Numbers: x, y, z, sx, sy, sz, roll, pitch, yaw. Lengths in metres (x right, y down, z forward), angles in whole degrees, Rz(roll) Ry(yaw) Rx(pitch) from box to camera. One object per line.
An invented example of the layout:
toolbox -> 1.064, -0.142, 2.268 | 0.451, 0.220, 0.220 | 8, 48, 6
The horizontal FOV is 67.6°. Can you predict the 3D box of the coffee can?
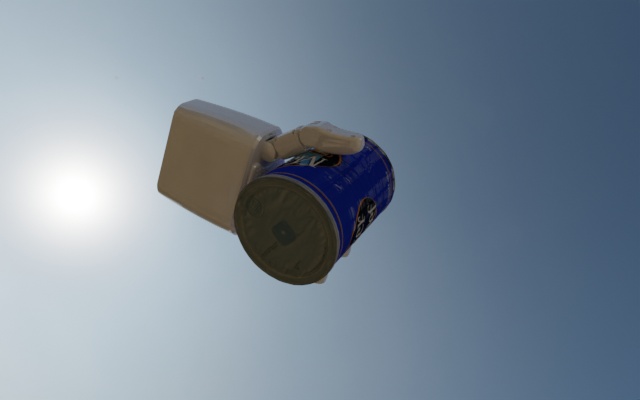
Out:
coffee can -> 0.000, 0.002, 0.460 | 0.103, 0.103, 0.140 | 0, 22, 30
